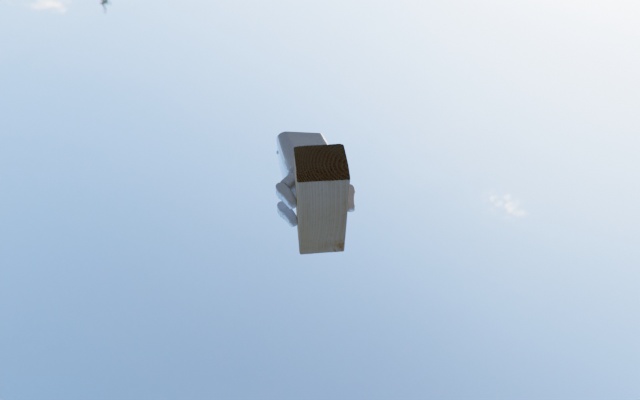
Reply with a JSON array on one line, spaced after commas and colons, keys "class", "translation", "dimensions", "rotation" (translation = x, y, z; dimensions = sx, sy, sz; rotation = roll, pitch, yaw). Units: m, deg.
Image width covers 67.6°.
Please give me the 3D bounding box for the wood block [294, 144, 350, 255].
[{"class": "wood block", "translation": [0.000, 0.003, 0.884], "dimensions": [0.091, 0.090, 0.206], "rotation": [-4, -41, -4]}]
